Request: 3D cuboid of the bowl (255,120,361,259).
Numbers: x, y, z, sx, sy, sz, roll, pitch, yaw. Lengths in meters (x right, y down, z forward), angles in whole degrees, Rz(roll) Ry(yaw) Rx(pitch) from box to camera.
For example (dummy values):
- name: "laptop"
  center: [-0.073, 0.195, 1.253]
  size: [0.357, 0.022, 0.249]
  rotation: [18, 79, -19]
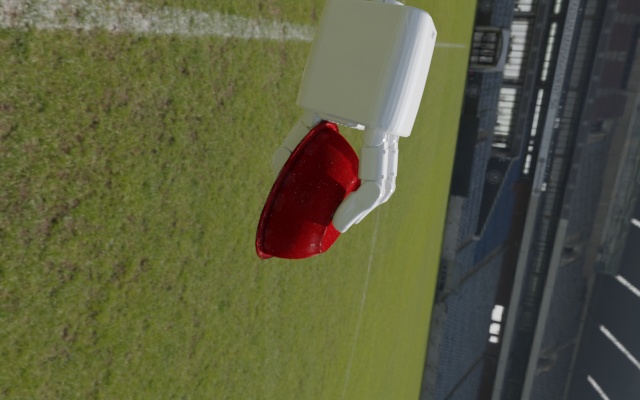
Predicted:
- name: "bowl"
  center: [0.000, 0.003, 0.494]
  size: [0.055, 0.162, 0.162]
  rotation: [28, 7, 14]
